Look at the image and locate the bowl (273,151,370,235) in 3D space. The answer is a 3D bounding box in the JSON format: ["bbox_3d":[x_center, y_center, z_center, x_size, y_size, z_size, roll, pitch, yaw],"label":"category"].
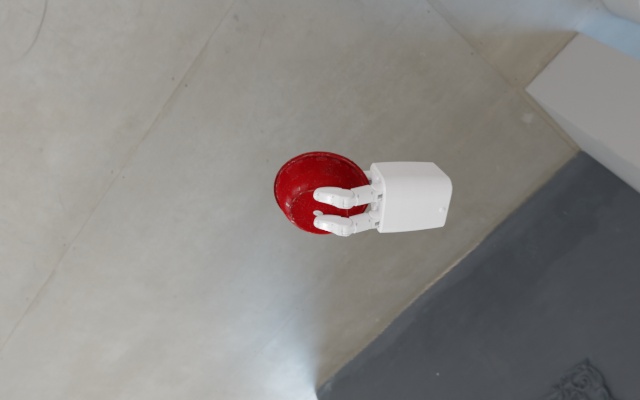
[{"bbox_3d":[-0.001,0.003,0.769,0.162,0.162,0.055,0,39,6],"label":"bowl"}]
